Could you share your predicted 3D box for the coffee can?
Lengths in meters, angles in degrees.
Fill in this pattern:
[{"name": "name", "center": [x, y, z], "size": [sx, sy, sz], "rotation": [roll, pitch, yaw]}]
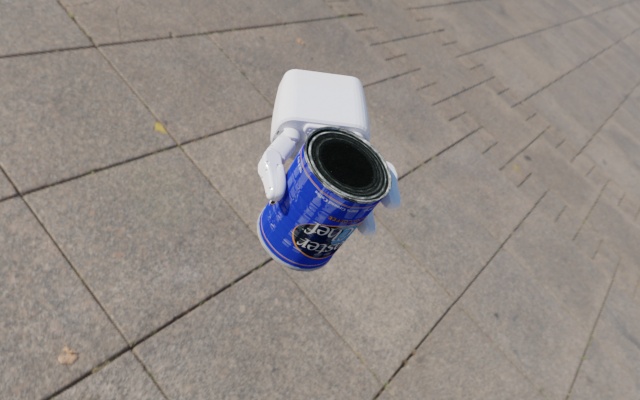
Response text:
[{"name": "coffee can", "center": [0.000, 0.002, 0.539], "size": [0.103, 0.102, 0.140], "rotation": [0, -36, -32]}]
